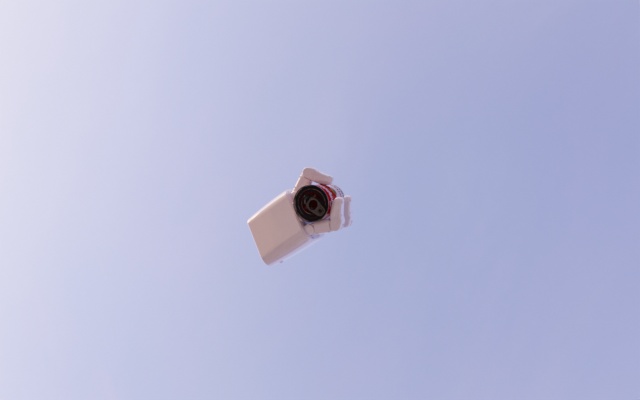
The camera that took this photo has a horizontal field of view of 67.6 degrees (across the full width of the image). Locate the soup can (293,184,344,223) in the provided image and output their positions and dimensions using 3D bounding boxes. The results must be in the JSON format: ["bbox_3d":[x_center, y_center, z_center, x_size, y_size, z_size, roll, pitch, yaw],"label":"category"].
[{"bbox_3d":[0.001,0.003,0.889,0.068,0.068,0.102,0,3,20],"label":"soup can"}]
